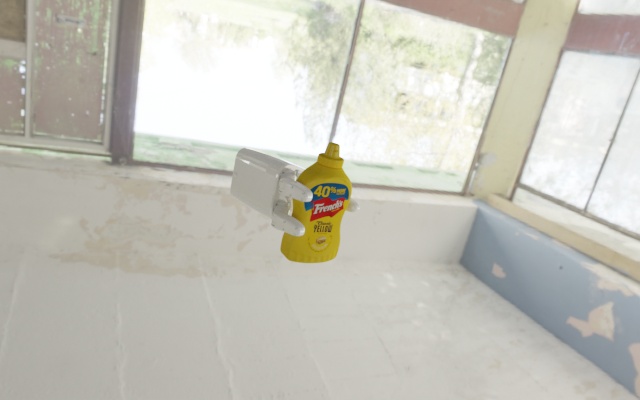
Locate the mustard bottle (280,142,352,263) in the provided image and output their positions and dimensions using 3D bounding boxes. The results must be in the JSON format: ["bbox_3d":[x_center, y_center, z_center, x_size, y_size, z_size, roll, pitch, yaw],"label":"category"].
[{"bbox_3d":[0.000,0.003,0.750,0.096,0.192,0.058,2,20,-30],"label":"mustard bottle"}]
